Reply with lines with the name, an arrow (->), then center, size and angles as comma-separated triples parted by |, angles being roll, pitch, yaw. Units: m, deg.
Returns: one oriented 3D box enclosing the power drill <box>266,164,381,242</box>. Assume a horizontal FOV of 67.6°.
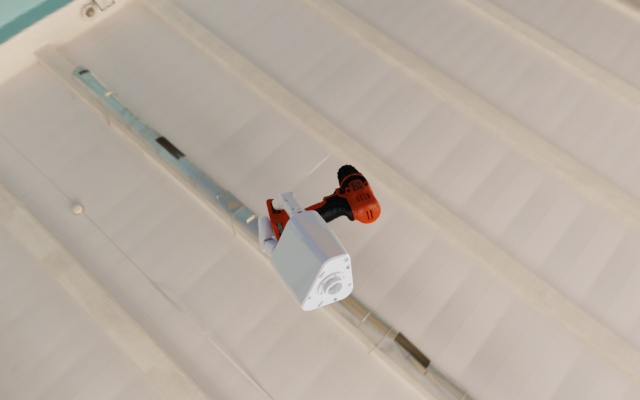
power drill -> 0.000, 0.003, 0.851 | 0.187, 0.057, 0.184 | -20, 27, -1
